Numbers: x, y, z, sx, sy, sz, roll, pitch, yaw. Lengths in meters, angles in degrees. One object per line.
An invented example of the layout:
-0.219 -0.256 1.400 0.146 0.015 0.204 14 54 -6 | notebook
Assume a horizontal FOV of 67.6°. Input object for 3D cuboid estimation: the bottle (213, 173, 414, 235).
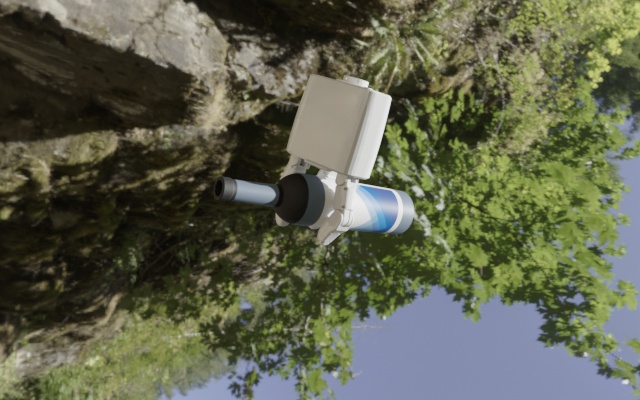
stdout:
0.000 0.002 0.630 0.296 0.069 0.069 8 -5 -37 | bottle
